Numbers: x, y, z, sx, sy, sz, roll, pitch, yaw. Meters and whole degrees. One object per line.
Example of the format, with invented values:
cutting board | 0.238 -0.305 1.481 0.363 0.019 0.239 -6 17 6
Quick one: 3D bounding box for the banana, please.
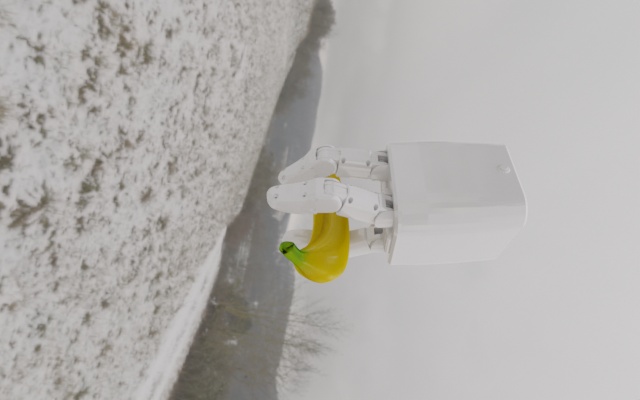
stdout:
banana | 0.005 0.019 0.440 0.037 0.070 0.197 -13 23 12
